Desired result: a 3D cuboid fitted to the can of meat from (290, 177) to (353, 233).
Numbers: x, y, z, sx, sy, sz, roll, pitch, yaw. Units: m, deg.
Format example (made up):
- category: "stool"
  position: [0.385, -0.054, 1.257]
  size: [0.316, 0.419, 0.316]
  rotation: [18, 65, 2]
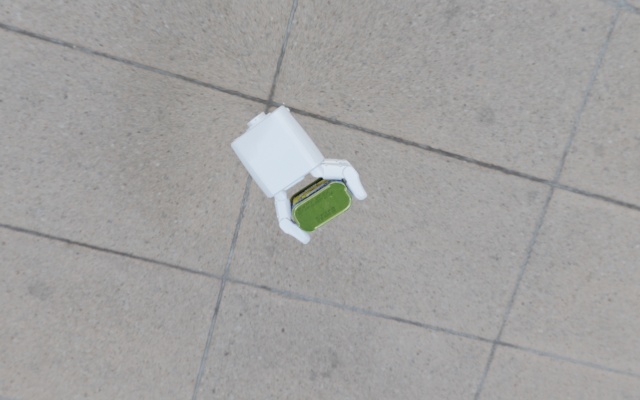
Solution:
- category: "can of meat"
  position: [0.000, 0.003, 0.775]
  size: [0.102, 0.057, 0.084]
  rotation: [-33, 11, 3]
